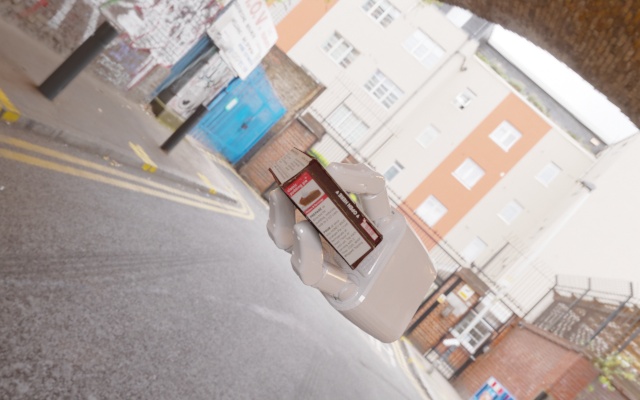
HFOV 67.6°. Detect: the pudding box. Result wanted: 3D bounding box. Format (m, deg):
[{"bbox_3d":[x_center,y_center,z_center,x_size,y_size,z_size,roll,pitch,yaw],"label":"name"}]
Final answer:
[{"bbox_3d":[0.000,0.001,0.411,0.039,0.090,0.113,-42,15,-3],"label":"pudding box"}]
